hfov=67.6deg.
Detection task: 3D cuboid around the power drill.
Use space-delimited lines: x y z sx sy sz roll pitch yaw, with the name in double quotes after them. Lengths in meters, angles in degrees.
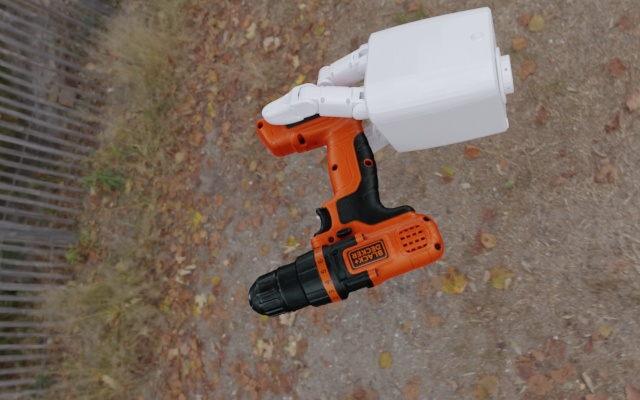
0.000 0.001 0.455 0.184 0.187 0.057 -20 -16 4 "power drill"
